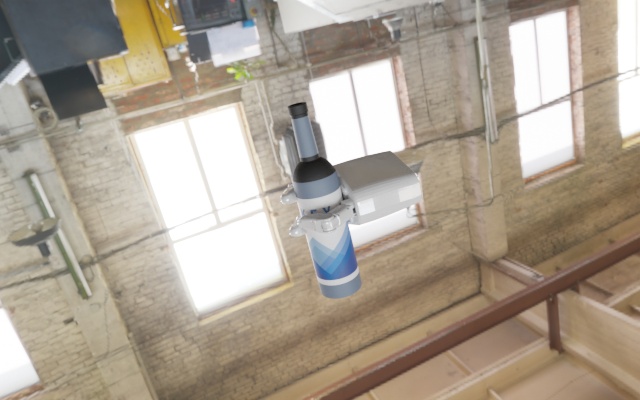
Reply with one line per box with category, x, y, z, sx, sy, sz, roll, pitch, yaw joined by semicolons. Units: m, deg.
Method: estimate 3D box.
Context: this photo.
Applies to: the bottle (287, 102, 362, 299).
bottle;0.000;0.003;0.707;0.069;0.296;0.069;-12;19;4
